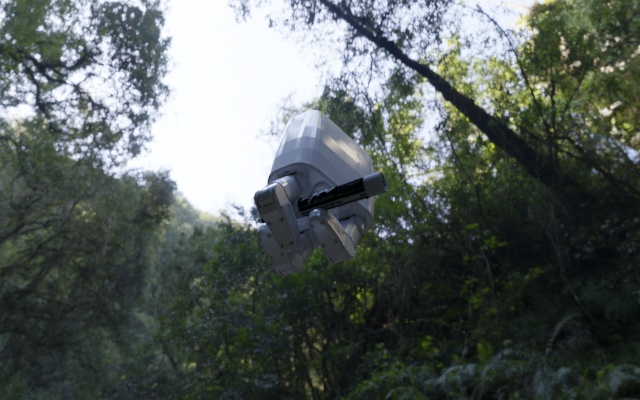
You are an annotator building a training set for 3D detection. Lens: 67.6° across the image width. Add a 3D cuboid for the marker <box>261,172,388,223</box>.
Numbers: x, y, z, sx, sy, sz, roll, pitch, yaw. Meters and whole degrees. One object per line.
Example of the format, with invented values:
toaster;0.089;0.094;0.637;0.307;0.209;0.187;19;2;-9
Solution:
marker;0.000;0.001;0.423;0.121;0.020;0.020;-18;-7;22
